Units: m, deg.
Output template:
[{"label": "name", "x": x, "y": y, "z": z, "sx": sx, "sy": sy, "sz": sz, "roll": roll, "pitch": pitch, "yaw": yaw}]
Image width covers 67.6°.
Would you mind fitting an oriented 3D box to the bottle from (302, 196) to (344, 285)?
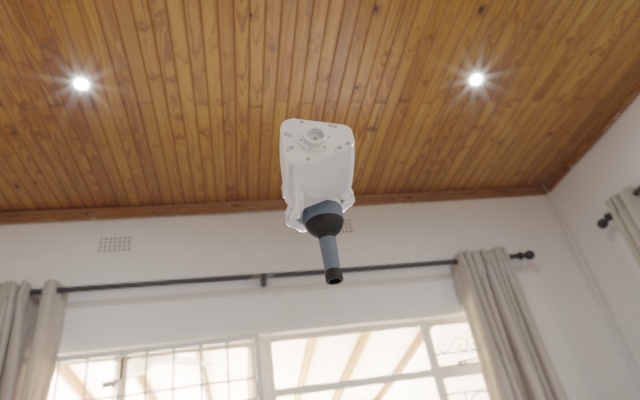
[{"label": "bottle", "x": 0.000, "y": 0.002, "z": 0.808, "sx": 0.069, "sy": 0.295, "sz": 0.069, "roll": -7, "pitch": -34, "yaw": -5}]
